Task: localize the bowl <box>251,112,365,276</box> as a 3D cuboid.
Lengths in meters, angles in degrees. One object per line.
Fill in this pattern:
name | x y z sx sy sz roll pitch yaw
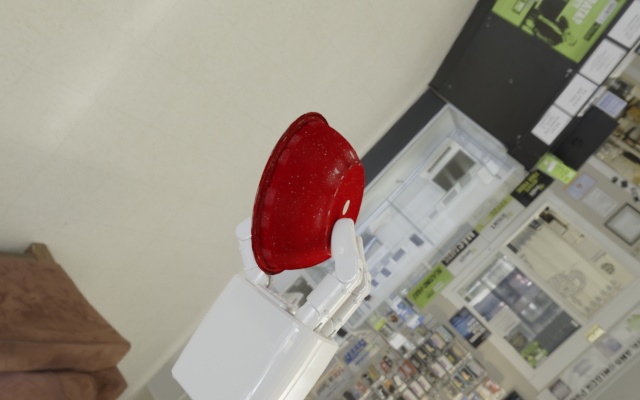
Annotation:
bowl | 0.001 0.000 0.451 0.055 0.162 0.162 17 6 20
